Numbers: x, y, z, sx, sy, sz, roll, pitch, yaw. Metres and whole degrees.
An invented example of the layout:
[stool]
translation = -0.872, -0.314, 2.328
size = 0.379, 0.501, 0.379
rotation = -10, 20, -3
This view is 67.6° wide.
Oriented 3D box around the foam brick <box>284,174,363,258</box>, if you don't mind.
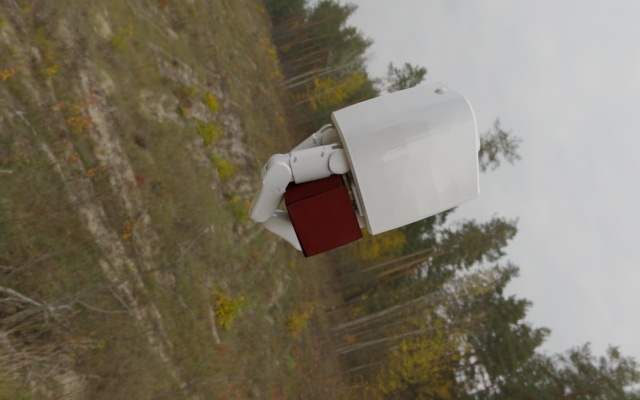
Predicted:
[foam brick]
translation = 0.000, 0.002, 0.410
size = 0.051, 0.053, 0.078
rotation = -18, 26, 2
